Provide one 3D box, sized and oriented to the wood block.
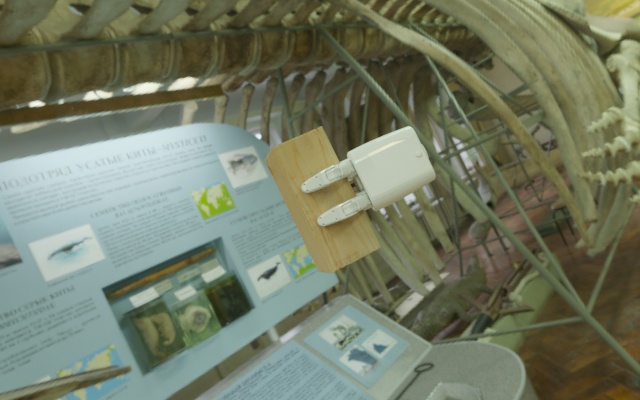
[{"bbox_3d":[0.000,0.002,0.756,0.090,0.206,0.091,-26,-1,-15],"label":"wood block"}]
